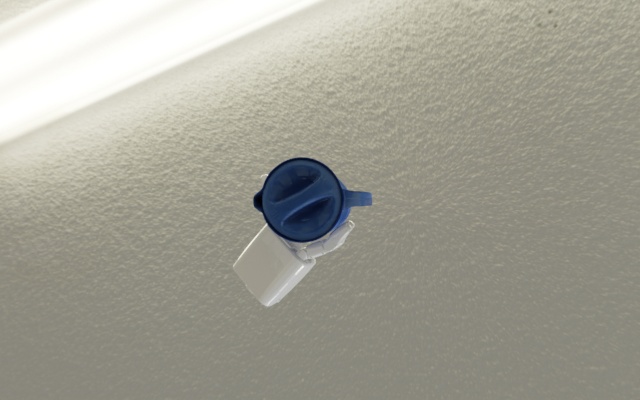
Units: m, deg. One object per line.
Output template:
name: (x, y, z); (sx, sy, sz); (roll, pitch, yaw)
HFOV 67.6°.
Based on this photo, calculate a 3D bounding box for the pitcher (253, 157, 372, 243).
pitcher: (0.000, 0.003, 0.850); (0.149, 0.145, 0.243); (42, 6, 9)
